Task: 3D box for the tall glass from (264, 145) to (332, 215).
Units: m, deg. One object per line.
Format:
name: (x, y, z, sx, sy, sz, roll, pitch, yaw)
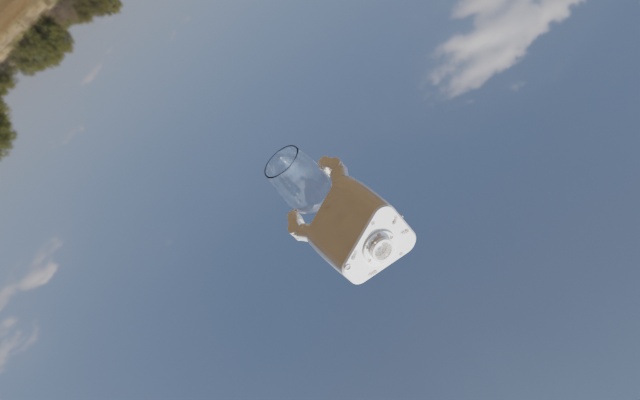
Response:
tall glass: (0.000, 0.003, 0.744, 0.079, 0.079, 0.201, 0, -37, 46)
